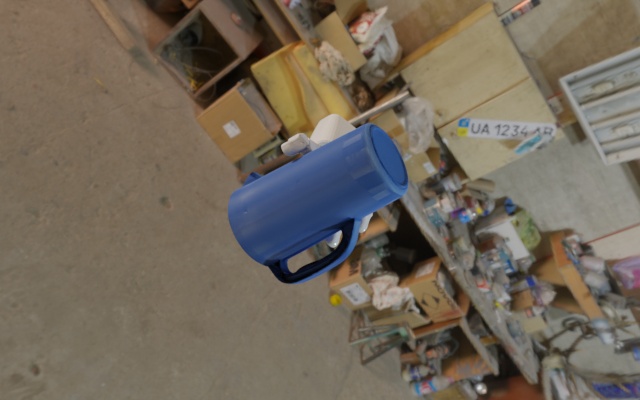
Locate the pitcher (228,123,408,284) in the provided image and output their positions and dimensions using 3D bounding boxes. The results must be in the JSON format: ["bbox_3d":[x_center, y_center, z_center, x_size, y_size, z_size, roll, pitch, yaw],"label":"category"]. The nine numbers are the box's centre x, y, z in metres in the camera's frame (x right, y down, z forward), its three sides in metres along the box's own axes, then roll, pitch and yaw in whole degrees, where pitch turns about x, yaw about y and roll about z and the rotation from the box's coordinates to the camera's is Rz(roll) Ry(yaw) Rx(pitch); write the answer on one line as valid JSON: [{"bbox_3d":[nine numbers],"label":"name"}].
[{"bbox_3d":[0.000,0.002,0.677,0.243,0.149,0.145,-27,24,27],"label":"pitcher"}]
